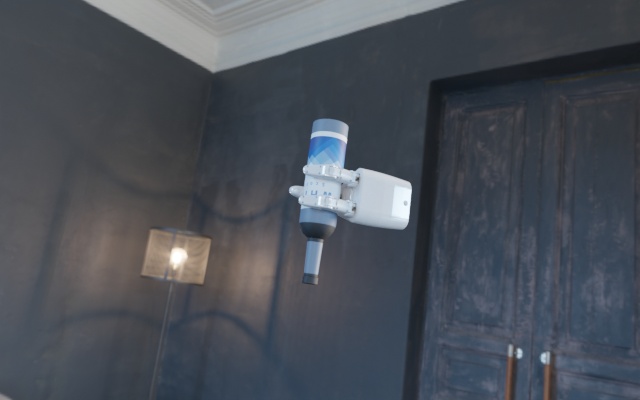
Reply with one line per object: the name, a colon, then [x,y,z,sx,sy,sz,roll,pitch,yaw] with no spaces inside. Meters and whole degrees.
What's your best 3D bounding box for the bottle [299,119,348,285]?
bottle: [0.000,0.003,0.862,0.069,0.295,0.069,7,-11,1]
